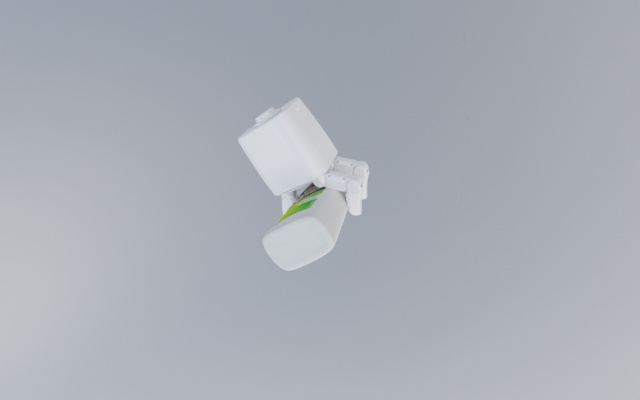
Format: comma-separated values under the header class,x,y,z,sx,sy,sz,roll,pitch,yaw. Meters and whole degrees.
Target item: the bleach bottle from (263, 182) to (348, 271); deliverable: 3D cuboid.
class,x,y,z,sx,sy,sz,roll,pitch,yaw
bleach bottle,0.000,0.002,0.743,0.102,0.068,0.250,-27,17,26
